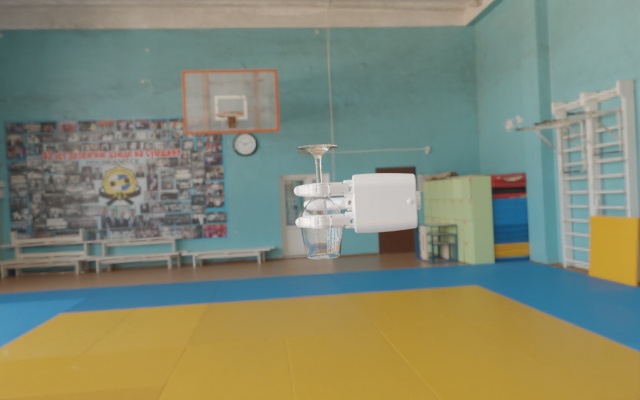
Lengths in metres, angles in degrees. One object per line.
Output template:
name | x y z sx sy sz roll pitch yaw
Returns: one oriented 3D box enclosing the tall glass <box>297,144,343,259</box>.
tall glass | 0.000 0.002 0.863 0.079 0.201 0.079 -3 1 0
